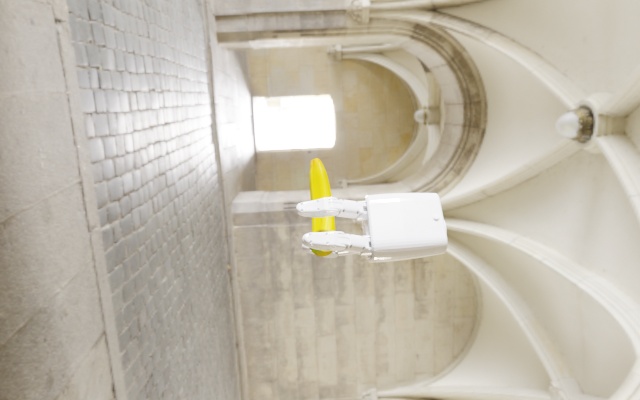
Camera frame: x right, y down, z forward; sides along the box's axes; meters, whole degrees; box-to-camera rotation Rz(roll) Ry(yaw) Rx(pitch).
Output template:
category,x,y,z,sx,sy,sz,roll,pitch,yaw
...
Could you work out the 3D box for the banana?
category,x,y,z,sx,sy,sz,roll,pitch,yaw
banana,0.002,0.018,0.737,0.037,0.070,0.197,-5,43,3
